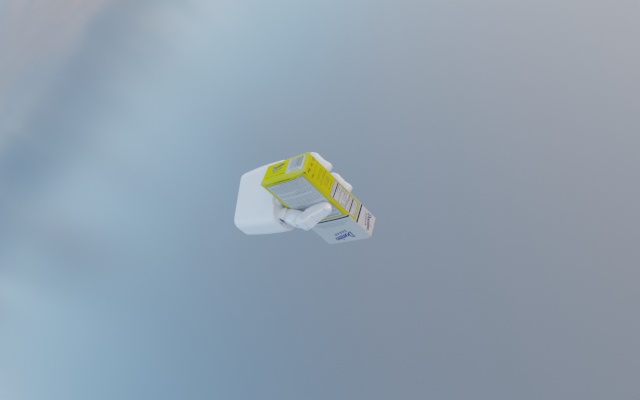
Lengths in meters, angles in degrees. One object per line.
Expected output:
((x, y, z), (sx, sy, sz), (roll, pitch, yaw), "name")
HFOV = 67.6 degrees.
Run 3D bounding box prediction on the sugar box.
((0.000, 0.002, 0.757), (0.093, 0.048, 0.176), (-13, -42, 40), "sugar box")
